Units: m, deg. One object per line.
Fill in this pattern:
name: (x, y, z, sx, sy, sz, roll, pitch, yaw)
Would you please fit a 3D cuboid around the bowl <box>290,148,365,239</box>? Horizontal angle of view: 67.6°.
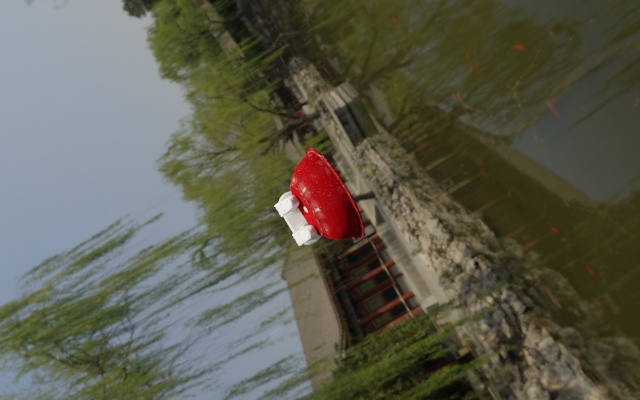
bowl: (0.000, 0.002, 0.732, 0.055, 0.162, 0.162, -31, 7, -13)
